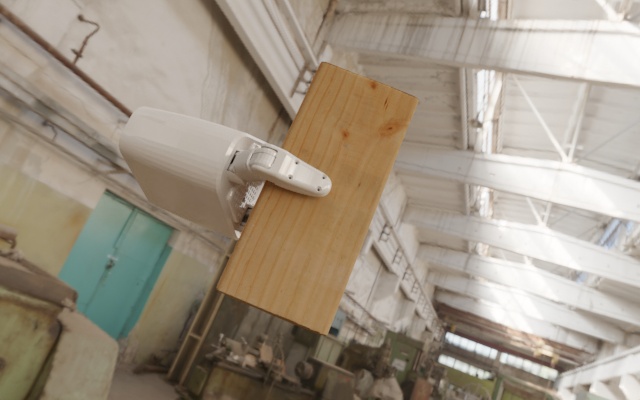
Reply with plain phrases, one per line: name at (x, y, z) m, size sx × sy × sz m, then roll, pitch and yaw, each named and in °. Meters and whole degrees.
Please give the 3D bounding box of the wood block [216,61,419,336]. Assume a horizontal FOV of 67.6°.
wood block at (0.000, 0.001, 0.412) m, size 0.090 × 0.206 × 0.091 m, roll 22°, pitch -15°, yaw 3°
